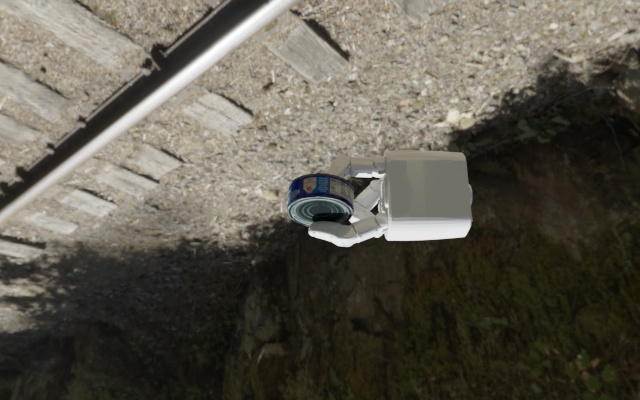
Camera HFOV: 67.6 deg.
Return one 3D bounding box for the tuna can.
[{"bbox_3d":[0.000,0.002,0.606,0.086,0.033,0.086,2,-29,1],"label":"tuna can"}]
